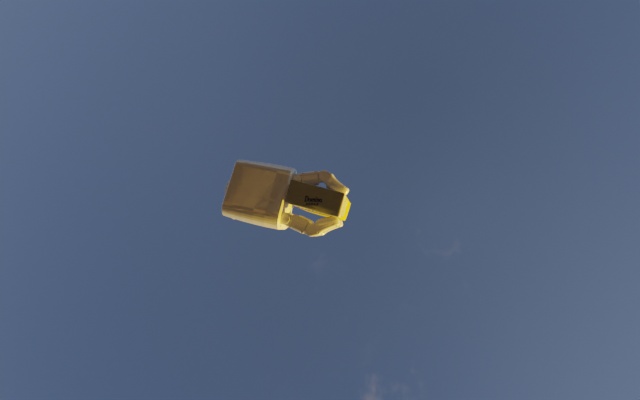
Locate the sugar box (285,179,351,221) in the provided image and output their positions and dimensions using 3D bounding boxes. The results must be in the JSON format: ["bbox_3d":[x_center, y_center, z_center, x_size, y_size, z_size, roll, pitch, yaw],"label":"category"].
[{"bbox_3d":[0.000,0.003,0.838,0.093,0.048,0.176,15,0,8],"label":"sugar box"}]
